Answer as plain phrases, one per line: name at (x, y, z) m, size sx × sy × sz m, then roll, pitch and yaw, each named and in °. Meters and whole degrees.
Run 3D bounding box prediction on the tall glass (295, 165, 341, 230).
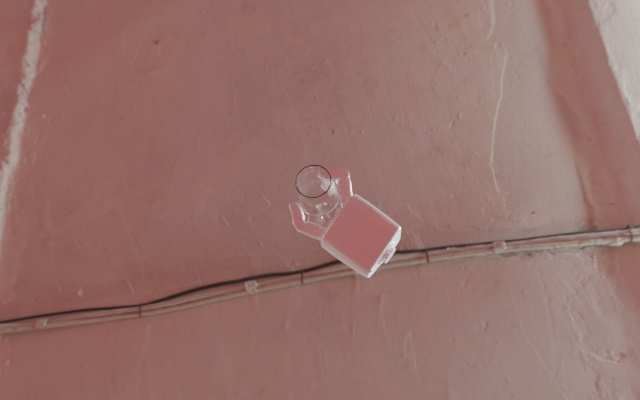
tall glass at (0.000, 0.003, 0.895) m, size 0.079 × 0.079 × 0.201 m, roll 0°, pitch -21°, yaw 8°
